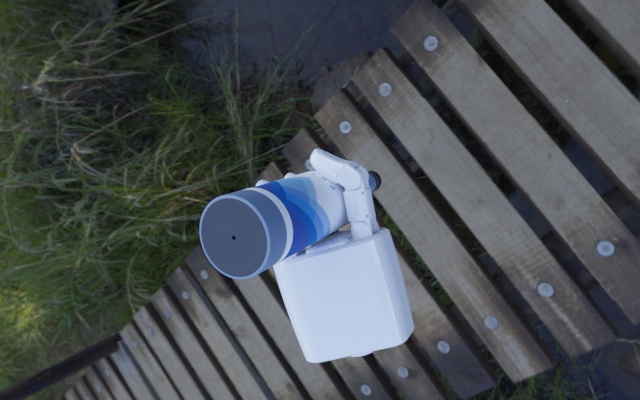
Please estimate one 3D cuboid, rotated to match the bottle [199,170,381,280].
[{"bbox_3d":[0.000,0.002,0.490,0.069,0.069,0.295,0,10,27],"label":"bottle"}]
